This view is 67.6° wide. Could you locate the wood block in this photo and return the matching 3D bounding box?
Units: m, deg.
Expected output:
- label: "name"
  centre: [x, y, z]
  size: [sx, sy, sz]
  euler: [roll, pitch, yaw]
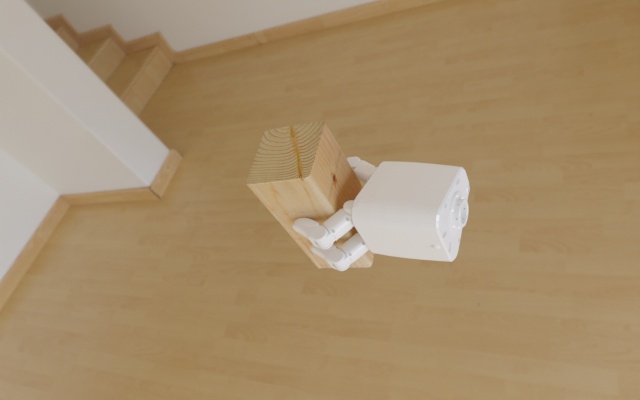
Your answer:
- label: "wood block"
  centre: [0.000, 0.002, 0.641]
  size: [0.090, 0.090, 0.206]
  euler: [-5, -38, 27]
